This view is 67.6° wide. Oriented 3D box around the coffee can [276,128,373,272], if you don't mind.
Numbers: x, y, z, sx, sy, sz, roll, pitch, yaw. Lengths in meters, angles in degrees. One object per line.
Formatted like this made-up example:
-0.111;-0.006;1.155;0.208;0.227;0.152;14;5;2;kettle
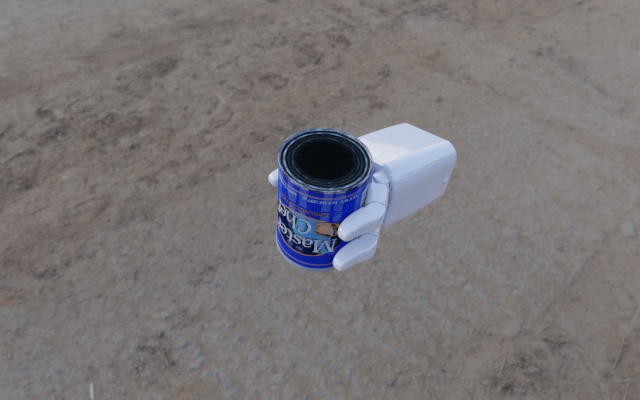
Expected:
0.000;0.002;0.558;0.103;0.102;0.140;0;-43;-6;coffee can
